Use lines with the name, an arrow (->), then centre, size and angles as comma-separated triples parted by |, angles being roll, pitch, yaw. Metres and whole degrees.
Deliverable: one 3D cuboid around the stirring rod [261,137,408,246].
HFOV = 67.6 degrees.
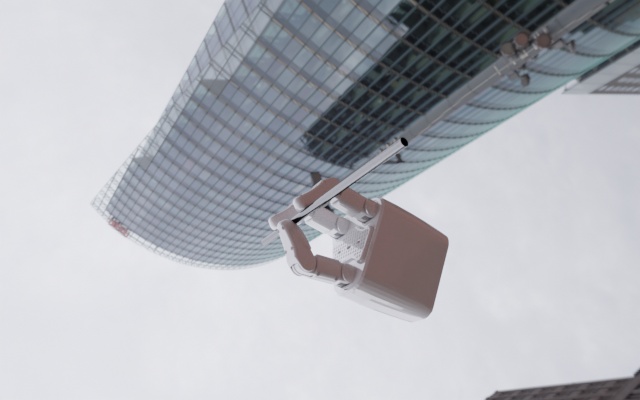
stirring rod -> 0.000, 0.002, 0.458 | 0.011, 0.011, 0.240 | 0, -23, -35
